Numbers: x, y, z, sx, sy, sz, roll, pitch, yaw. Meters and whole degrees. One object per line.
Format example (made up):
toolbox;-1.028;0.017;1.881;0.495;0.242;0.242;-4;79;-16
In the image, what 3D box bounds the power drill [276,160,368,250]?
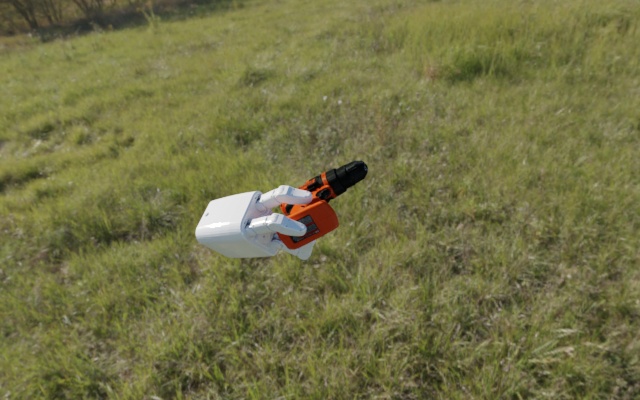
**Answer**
power drill;0.000;0.003;0.843;0.184;0.057;0.187;-29;14;16
